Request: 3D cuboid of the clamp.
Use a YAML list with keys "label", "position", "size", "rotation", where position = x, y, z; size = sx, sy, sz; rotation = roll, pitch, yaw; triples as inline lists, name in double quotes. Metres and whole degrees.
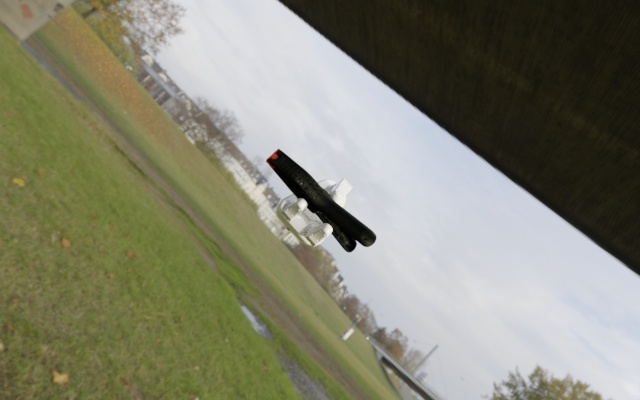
- label: "clamp"
  position: [0.000, 0.001, 0.732]
  size: [0.036, 0.210, 0.164]
  rotation: [-44, 5, -12]
